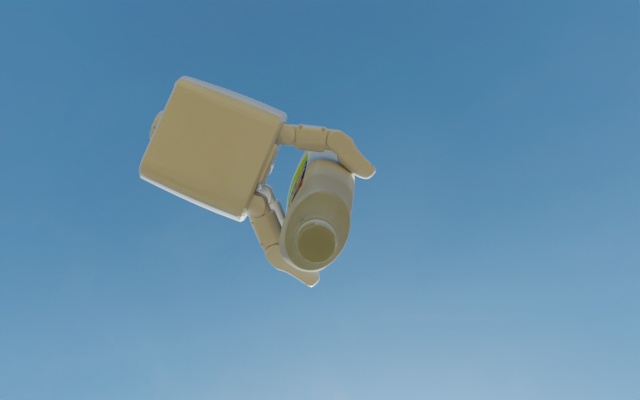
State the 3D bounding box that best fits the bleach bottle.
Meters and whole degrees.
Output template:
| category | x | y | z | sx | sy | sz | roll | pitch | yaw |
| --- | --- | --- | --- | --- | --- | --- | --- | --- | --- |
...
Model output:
| category | x | y | z | sx | sy | sz | roll | pitch | yaw |
| --- | --- | --- | --- | --- | --- | --- | --- | --- | --- |
| bleach bottle | 0.000 | 0.002 | 0.469 | 0.068 | 0.102 | 0.250 | 22 | 10 | -4 |
